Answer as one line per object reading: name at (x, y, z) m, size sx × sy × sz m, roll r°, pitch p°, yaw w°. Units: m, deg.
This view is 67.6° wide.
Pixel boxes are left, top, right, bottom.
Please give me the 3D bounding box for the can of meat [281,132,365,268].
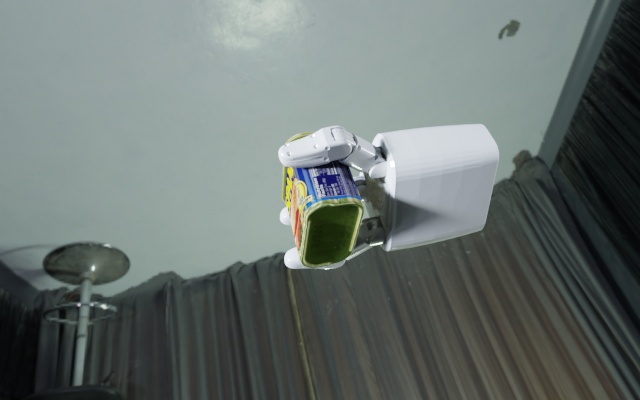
can of meat at (0.000, 0.002, 0.444) m, size 0.057 × 0.084 × 0.102 m, roll -7°, pitch -38°, yaw -13°
